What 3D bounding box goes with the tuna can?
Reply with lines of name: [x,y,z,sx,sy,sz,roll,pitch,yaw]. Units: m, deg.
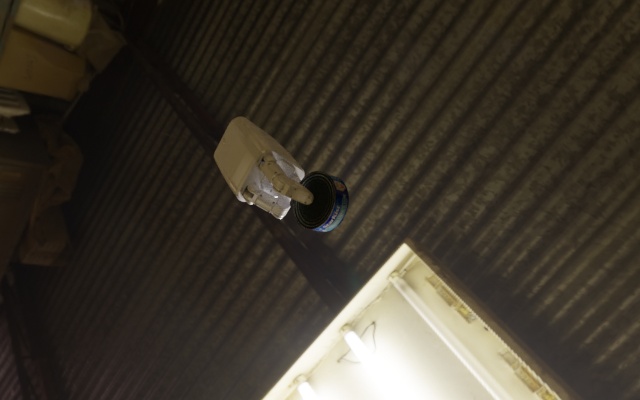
tuna can: [0.001,0.002,0.696,0.086,0.086,0.034,0,-10,45]
